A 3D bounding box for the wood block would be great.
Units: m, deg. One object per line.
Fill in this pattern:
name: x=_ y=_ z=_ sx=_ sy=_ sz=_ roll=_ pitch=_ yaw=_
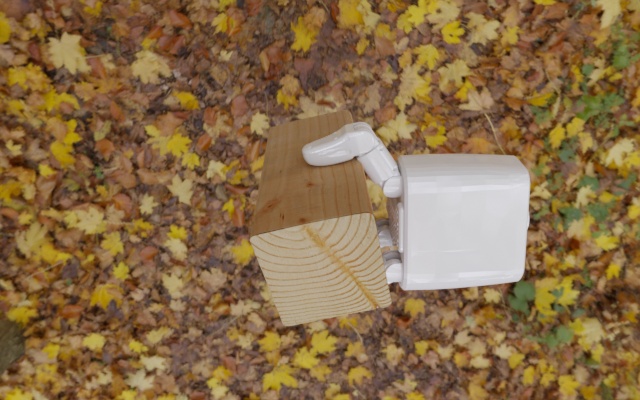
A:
wood block: x=0.000 y=0.001 z=0.437 sx=0.090 sy=0.091 sz=0.206 roll=-12 pitch=30 yaw=5
